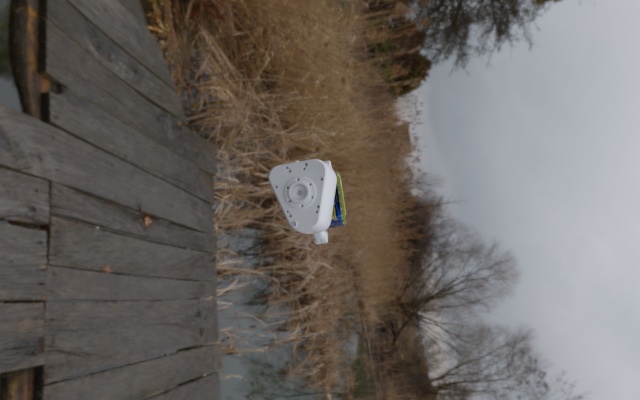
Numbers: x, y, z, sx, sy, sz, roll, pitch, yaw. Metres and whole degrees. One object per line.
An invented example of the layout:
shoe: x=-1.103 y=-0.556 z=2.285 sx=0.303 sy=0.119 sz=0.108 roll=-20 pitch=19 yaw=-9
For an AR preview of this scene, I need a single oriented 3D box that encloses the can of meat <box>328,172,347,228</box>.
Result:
can of meat: x=0.000 y=0.003 z=0.876 sx=0.084 sy=0.102 sz=0.057 roll=-9 pitch=-9 yaw=7
